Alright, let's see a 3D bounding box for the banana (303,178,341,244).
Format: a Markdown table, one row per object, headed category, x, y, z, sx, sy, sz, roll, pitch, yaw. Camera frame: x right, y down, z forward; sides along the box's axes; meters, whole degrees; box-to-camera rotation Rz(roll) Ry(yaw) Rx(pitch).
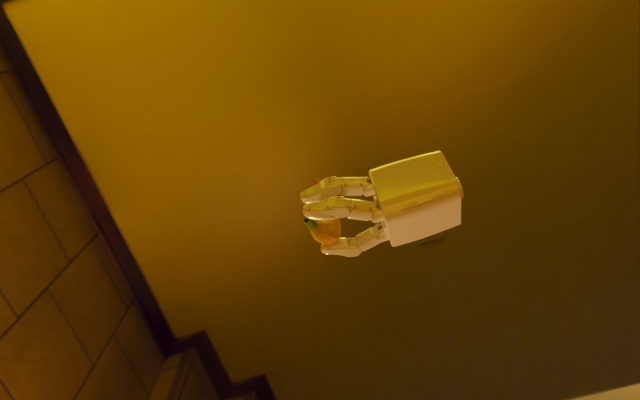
| category | x | y | z | sx | sy | sz | roll | pitch | yaw |
| --- | --- | --- | --- | --- | --- | --- | --- | --- | --- |
| banana | 0.006 | 0.020 | 0.722 | 0.037 | 0.070 | 0.197 | -19 | 16 | 7 |
